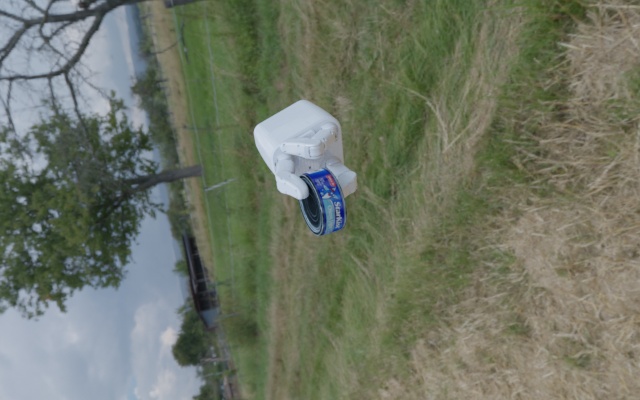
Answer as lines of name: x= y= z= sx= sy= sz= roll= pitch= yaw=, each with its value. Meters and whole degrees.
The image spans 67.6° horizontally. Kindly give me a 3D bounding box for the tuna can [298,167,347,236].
tuna can: x=0.000 y=0.002 z=0.624 sx=0.034 sy=0.086 sz=0.086 roll=-16 pitch=6 yaw=-20
